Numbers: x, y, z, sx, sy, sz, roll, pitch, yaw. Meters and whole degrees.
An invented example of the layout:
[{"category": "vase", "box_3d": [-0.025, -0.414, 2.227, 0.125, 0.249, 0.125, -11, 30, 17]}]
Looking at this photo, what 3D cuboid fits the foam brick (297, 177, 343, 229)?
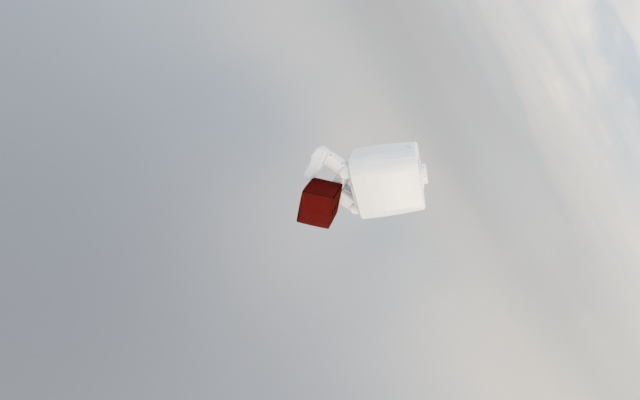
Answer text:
[{"category": "foam brick", "box_3d": [0.000, 0.003, 0.750, 0.051, 0.053, 0.078, 14, 23, 8]}]
